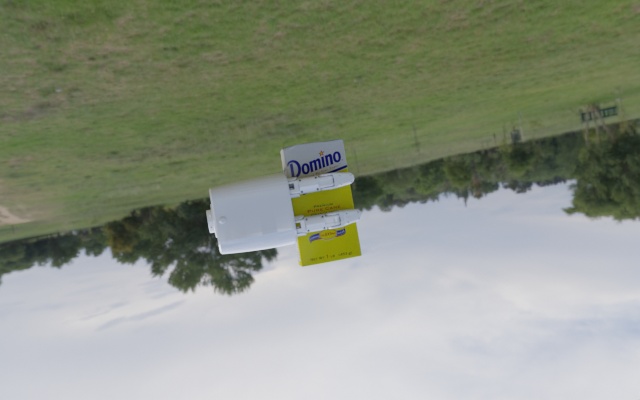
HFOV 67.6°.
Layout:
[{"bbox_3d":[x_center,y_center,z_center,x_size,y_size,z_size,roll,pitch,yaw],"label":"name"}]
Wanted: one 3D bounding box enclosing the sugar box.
[{"bbox_3d":[0.000,0.002,0.708,0.093,0.176,0.048,-10,2,-10],"label":"sugar box"}]
